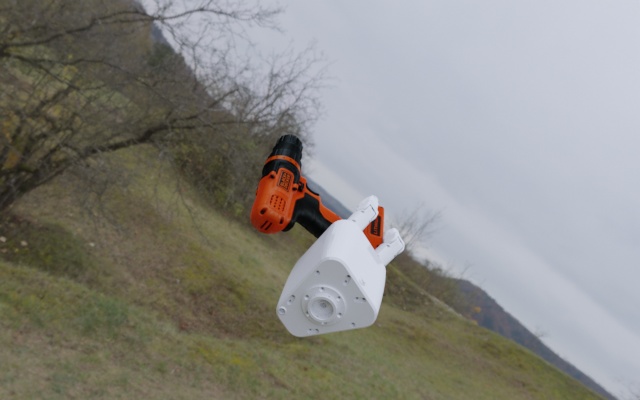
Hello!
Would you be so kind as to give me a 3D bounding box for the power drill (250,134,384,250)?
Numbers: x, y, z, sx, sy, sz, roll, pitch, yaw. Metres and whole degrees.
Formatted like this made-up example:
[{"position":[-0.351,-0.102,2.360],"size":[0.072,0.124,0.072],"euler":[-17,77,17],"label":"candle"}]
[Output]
[{"position":[0.000,0.003,0.672],"size":[0.188,0.184,0.057],"euler":[28,-48,-16],"label":"power drill"}]
